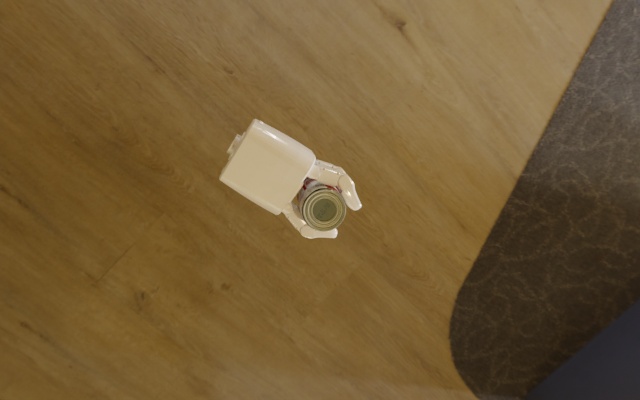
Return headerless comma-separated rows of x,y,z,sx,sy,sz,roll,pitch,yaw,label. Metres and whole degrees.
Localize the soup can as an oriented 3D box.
0.001,0.003,0.749,0.068,0.068,0.102,0,14,-7,soup can
